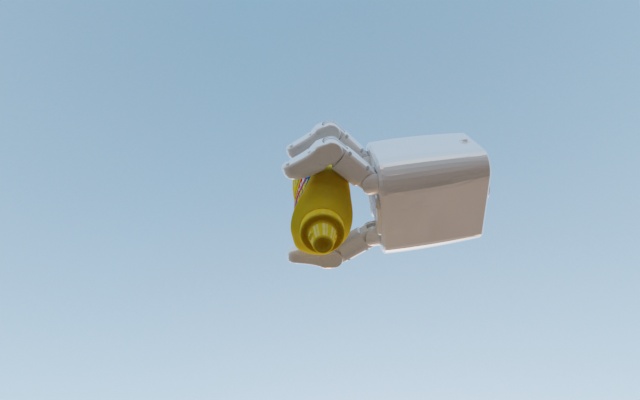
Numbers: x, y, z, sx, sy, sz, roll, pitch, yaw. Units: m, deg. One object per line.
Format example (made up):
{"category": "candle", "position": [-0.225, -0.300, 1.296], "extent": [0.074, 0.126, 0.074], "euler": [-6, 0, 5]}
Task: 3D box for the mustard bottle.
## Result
{"category": "mustard bottle", "position": [0.000, 0.002, 0.498], "extent": [0.058, 0.096, 0.191], "euler": [14, 22, -8]}
